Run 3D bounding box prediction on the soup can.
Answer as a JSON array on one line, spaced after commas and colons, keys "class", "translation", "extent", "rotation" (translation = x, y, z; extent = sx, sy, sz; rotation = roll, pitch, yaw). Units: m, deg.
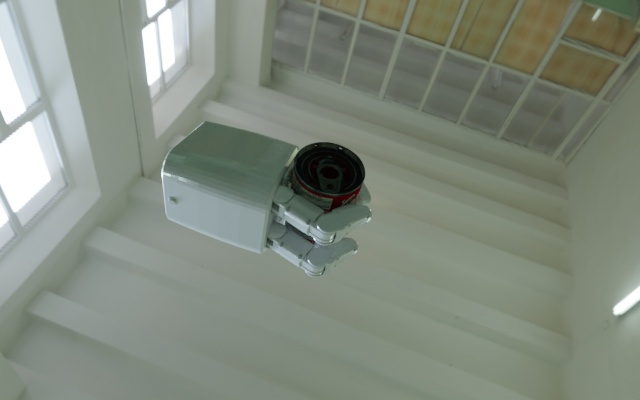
[{"class": "soup can", "translation": [0.001, 0.002, 0.481], "extent": [0.068, 0.068, 0.102], "rotation": [0, -40, -13]}]
